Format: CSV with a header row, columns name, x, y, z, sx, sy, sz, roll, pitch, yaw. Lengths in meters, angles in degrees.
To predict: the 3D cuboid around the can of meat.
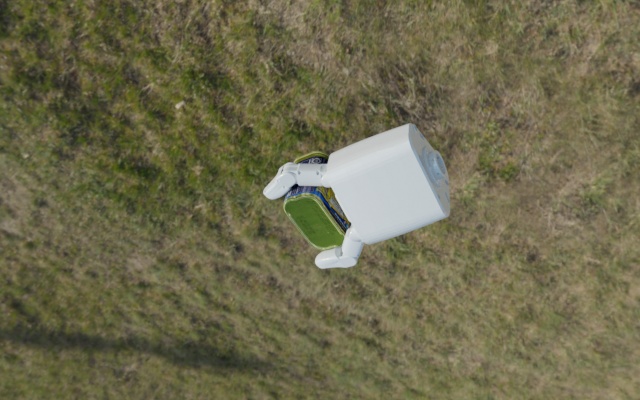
name,x,y,z,sx,sy,sz,roll,pitch,yaw
can of meat,0.000,0.002,0.620,0.057,0.102,0.084,-18,37,27
